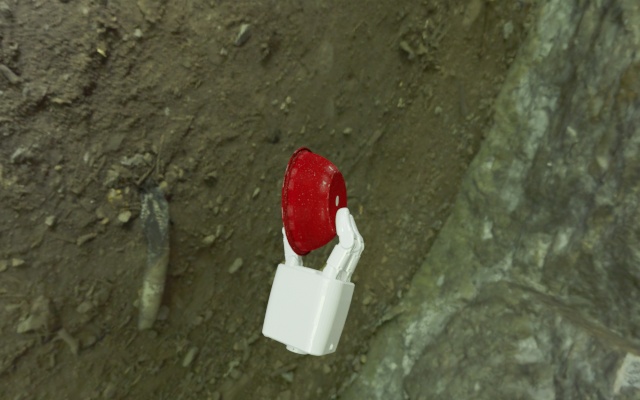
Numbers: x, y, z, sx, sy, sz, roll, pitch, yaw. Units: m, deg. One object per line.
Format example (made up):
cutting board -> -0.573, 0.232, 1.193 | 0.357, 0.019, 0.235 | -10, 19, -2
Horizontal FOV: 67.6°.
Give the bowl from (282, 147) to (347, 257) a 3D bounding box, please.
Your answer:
bowl -> 0.001, 0.001, 0.699 | 0.055, 0.162, 0.162 | 1, 0, 20
